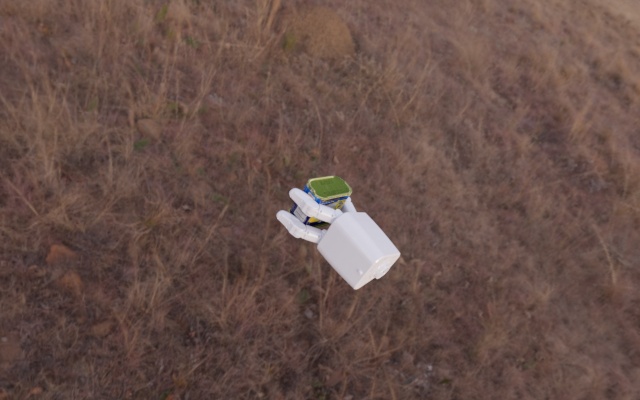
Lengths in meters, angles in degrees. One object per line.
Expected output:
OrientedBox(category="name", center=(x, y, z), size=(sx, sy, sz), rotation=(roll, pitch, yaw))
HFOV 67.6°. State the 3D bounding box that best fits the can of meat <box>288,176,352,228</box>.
OrientedBox(category="can of meat", center=(0.000, 0.003, 0.895), size=(0.102, 0.057, 0.084), rotation=(-12, -36, -46))
